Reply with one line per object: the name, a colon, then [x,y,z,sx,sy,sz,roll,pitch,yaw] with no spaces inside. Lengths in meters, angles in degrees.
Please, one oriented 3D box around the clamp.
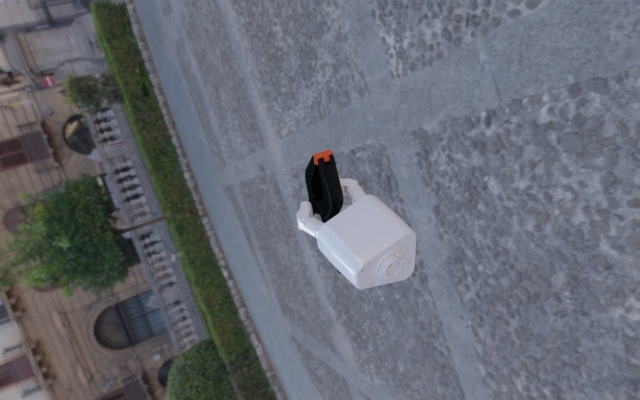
clamp: [-0.001,0.003,0.798,0.036,0.210,0.164,-21,38,-22]
